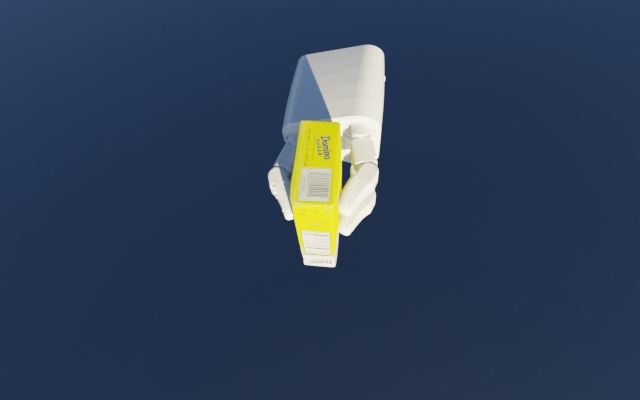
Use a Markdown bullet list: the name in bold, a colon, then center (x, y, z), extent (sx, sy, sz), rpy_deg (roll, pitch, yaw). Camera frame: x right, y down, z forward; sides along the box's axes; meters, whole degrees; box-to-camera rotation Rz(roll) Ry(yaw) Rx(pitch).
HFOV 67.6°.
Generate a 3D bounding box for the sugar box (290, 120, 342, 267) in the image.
- **sugar box**: center (0.001, 0.002, 0.518), extent (0.048, 0.093, 0.176), rpy_deg (3, -25, 7)
